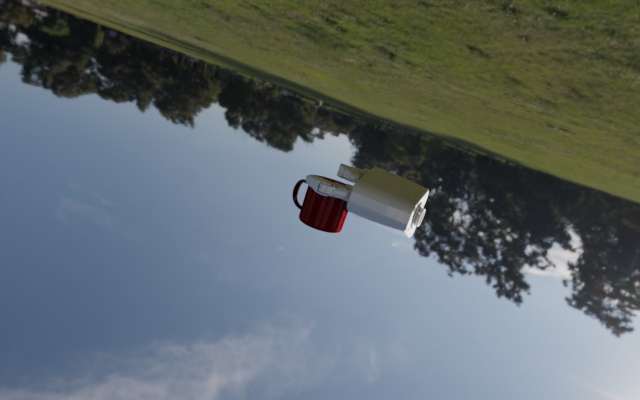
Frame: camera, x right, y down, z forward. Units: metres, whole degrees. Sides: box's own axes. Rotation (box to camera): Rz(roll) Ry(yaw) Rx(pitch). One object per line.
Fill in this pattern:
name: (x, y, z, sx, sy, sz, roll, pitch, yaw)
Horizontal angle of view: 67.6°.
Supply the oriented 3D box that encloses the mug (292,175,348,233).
mug: (-0.001, 0.002, 0.855, 0.117, 0.081, 0.093, 22, 12, 21)
